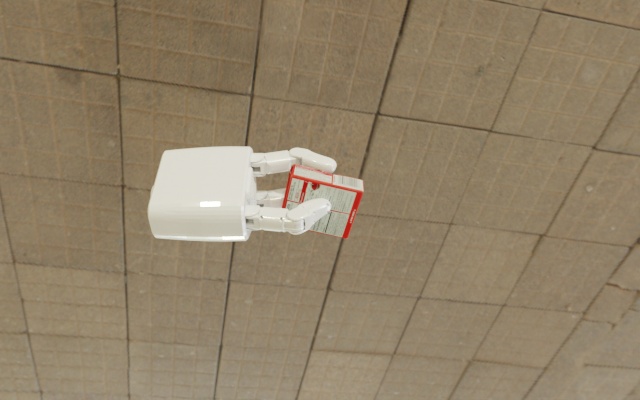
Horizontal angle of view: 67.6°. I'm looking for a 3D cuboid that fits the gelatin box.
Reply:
[{"bbox_3d":[0.000,0.002,0.572,0.089,0.073,0.030,13,34,-4],"label":"gelatin box"}]
